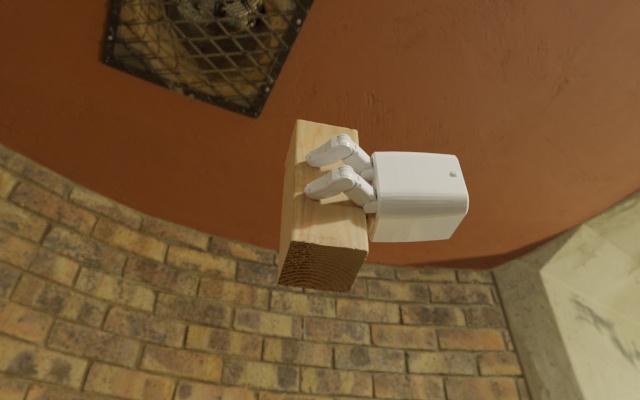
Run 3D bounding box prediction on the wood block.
[{"bbox_3d":[0.000,0.002,0.610,0.090,0.206,0.091,8,-44,-9],"label":"wood block"}]
